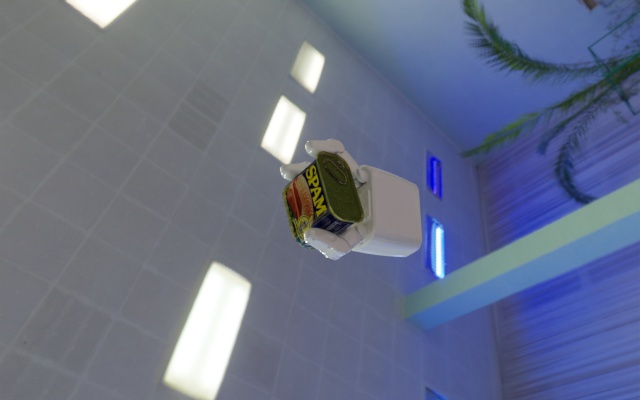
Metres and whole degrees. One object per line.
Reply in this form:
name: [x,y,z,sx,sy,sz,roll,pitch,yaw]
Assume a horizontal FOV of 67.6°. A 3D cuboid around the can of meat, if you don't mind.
can of meat: [0.000,0.002,0.621,0.057,0.102,0.084,10,-37,-40]
